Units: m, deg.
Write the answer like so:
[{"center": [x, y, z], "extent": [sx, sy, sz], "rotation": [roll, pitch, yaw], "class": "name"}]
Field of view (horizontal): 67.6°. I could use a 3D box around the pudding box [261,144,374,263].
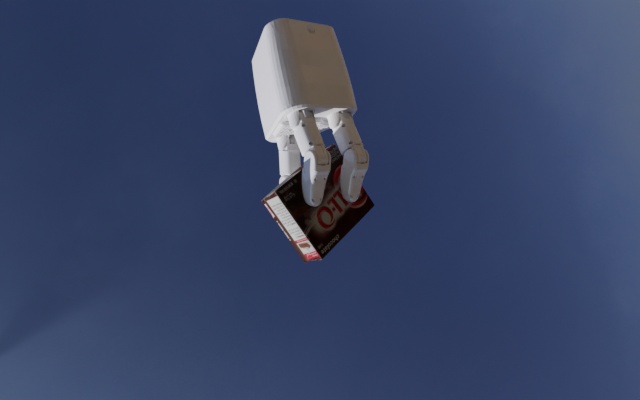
[{"center": [0.000, 0.002, 0.543], "extent": [0.113, 0.090, 0.039], "rotation": [-42, 12, -36], "class": "pudding box"}]
